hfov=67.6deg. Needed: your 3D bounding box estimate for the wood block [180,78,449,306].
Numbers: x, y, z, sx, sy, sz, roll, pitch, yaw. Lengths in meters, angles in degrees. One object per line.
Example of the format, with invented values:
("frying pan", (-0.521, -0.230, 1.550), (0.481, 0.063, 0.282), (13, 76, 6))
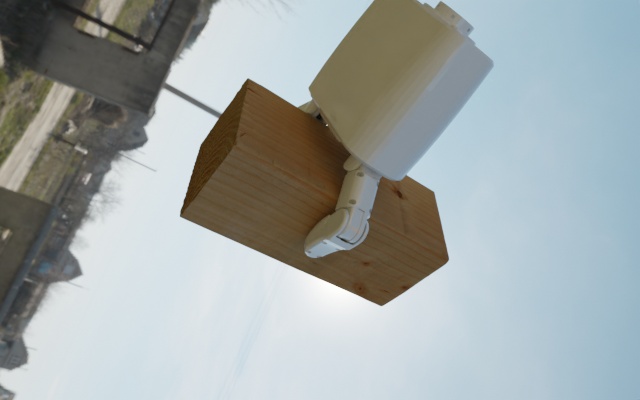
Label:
("wood block", (0.000, 0.001, 0.411), (0.206, 0.090, 0.090), (28, -51, -24))
